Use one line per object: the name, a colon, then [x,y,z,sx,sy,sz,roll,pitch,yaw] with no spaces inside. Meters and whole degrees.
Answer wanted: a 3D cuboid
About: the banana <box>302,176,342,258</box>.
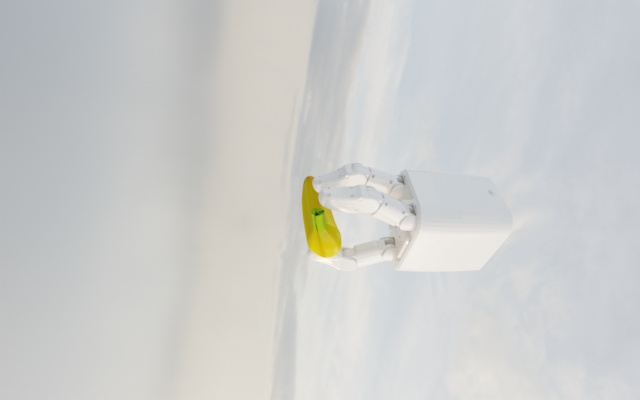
banana: [0.000,0.021,0.545,0.037,0.070,0.197,-1,12,-6]
